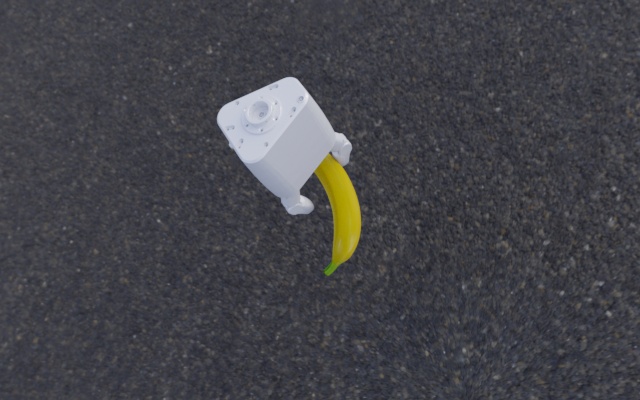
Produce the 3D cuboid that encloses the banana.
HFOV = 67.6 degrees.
[{"bbox_3d":[0.018,0.001,0.670,0.069,0.197,0.037,-15,-21,15],"label":"banana"}]
